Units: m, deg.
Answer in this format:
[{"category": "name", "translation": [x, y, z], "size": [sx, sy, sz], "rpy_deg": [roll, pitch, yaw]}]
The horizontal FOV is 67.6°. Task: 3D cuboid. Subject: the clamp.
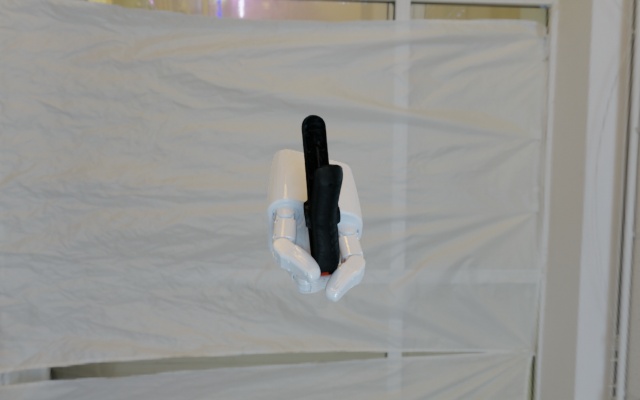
[{"category": "clamp", "translation": [0.001, 0.002, 0.488], "size": [0.039, 0.172, 0.120], "rpy_deg": [0, 41, -3]}]
